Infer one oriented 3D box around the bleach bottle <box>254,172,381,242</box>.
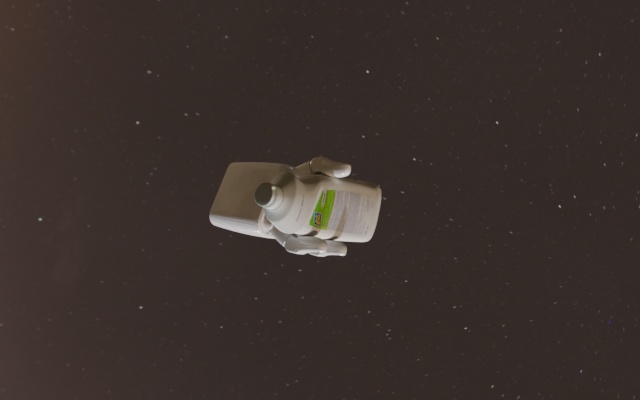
[{"bbox_3d":[0.000,0.002,0.673,0.068,0.102,0.251,8,-4,33],"label":"bleach bottle"}]
